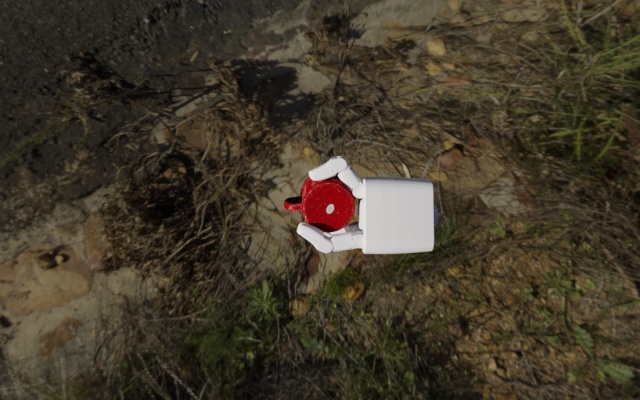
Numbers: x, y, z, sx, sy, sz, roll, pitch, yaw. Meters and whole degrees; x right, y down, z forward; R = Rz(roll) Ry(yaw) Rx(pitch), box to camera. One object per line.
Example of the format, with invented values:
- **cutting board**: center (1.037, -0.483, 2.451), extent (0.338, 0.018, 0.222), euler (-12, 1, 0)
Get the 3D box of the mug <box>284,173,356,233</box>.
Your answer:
- **mug**: center (-0.001, 0.002, 0.755), extent (0.117, 0.093, 0.081), euler (-1, 13, 0)
